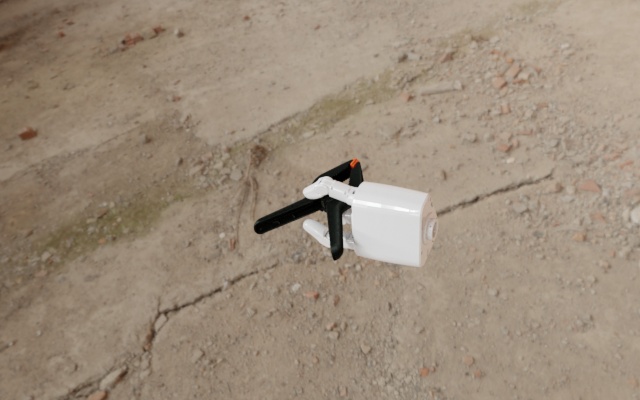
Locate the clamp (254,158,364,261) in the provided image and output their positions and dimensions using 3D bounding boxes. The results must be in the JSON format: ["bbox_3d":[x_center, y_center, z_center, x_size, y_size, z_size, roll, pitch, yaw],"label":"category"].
[{"bbox_3d":[0.000,0.002,0.778,0.164,0.036,0.210,10,46,28],"label":"clamp"}]
